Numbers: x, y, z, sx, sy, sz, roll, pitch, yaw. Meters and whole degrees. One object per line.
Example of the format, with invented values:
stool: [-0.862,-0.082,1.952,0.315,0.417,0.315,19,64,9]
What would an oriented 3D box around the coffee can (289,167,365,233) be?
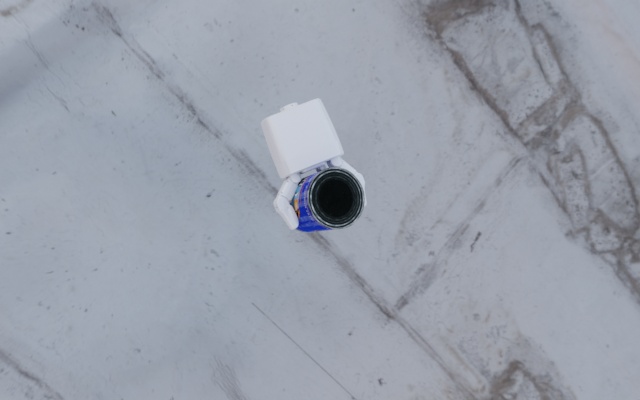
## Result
coffee can: [0.000,0.003,0.835,0.103,0.103,0.140,0,-5,-23]
